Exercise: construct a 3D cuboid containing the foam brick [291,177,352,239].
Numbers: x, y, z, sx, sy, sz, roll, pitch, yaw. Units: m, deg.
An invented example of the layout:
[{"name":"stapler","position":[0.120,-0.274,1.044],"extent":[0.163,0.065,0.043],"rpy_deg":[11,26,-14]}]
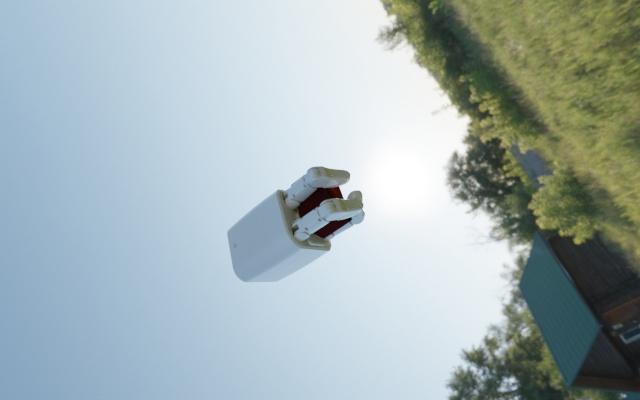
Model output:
[{"name":"foam brick","position":[0.000,0.002,0.669],"extent":[0.051,0.078,0.053],"rpy_deg":[-35,-40,20]}]
